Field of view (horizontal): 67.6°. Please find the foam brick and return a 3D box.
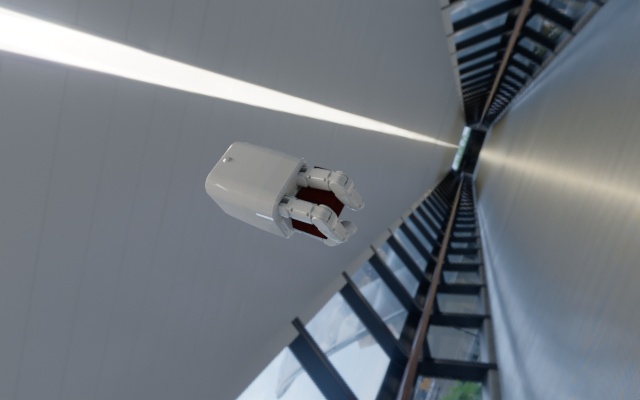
[{"bbox_3d":[0.000,0.002,0.646,0.051,0.078,0.053,18,-35,17],"label":"foam brick"}]
